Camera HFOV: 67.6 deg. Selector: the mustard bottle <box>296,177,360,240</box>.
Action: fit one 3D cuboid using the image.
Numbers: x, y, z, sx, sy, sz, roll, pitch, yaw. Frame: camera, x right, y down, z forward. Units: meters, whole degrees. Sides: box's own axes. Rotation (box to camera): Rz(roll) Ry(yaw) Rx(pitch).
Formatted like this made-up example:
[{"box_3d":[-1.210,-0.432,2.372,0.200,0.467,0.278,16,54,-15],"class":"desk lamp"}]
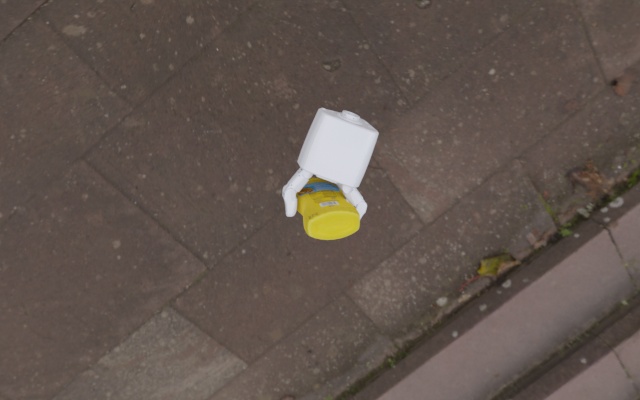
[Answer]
[{"box_3d":[0.000,0.003,0.893,0.096,0.058,0.191,-8,27,-13],"class":"mustard bottle"}]
